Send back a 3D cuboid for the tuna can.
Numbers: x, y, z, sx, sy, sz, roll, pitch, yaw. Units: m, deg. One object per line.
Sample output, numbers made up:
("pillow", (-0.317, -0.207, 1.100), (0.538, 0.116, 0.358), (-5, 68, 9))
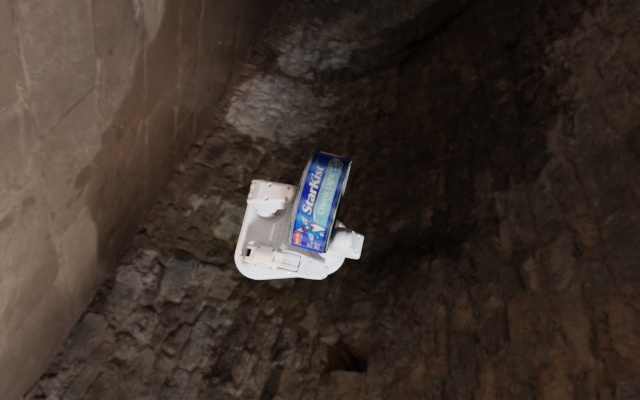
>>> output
("tuna can", (0.001, 0.001, 0.409), (0.034, 0.086, 0.086), (15, 1, 4))
